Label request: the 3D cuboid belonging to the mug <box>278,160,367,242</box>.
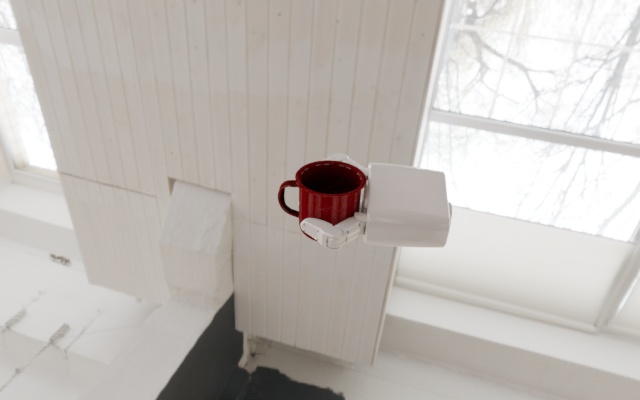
[{"bbox_3d":[-0.001,0.002,0.643,0.117,0.082,0.093,5,33,4],"label":"mug"}]
